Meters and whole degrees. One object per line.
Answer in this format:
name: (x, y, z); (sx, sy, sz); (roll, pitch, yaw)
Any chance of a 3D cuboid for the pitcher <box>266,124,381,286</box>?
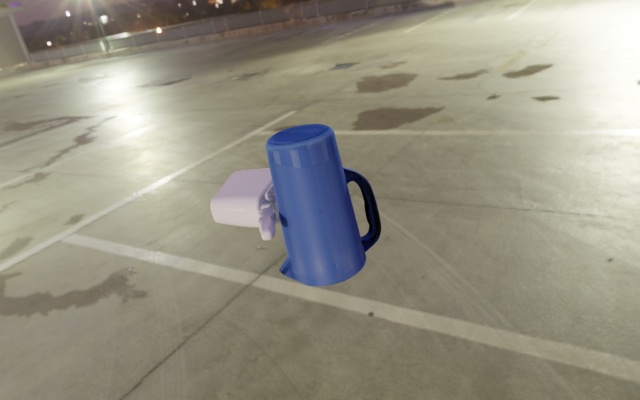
pitcher: (0.000, 0.003, 0.776); (0.145, 0.243, 0.149); (1, 26, 28)
